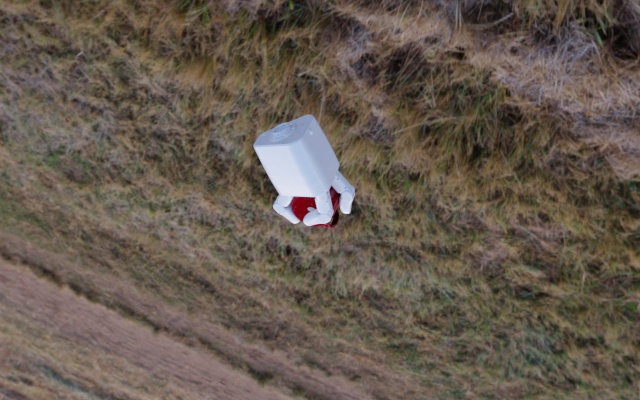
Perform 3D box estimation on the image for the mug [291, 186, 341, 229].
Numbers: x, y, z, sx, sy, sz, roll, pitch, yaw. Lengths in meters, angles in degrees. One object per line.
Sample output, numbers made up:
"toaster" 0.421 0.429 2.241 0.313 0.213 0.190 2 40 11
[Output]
"mug" 0.001 0.004 0.893 0.093 0.117 0.081 -11 35 30
